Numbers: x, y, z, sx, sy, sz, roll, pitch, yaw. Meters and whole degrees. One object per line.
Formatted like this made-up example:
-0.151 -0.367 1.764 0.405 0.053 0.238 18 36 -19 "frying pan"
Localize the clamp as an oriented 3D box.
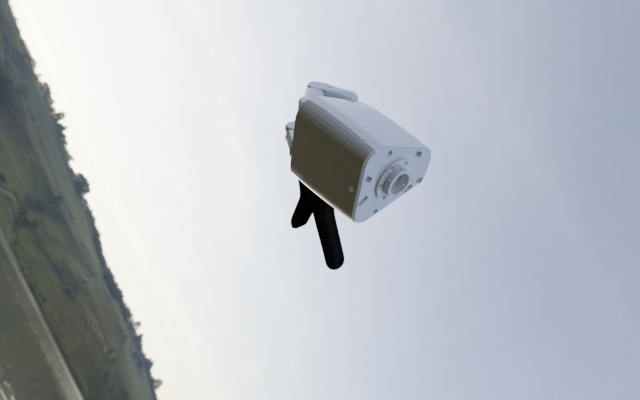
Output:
0.001 0.002 0.603 0.039 0.172 0.120 -22 46 -28 "clamp"
